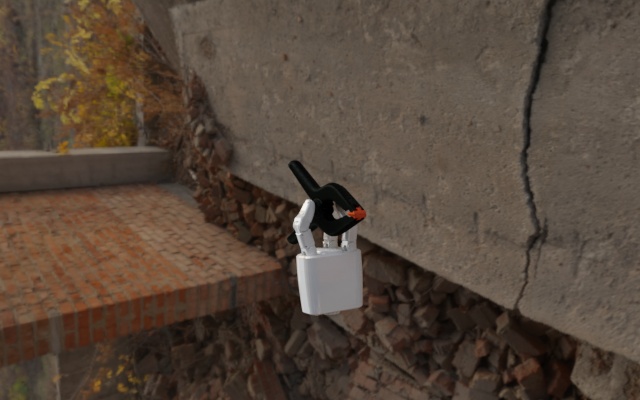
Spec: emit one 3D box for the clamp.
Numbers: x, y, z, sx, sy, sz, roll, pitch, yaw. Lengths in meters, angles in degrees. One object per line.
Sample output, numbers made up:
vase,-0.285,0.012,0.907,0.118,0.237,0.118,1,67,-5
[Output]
clamp,0.000,0.003,0.868,0.036,0.164,0.210,-5,2,-38
